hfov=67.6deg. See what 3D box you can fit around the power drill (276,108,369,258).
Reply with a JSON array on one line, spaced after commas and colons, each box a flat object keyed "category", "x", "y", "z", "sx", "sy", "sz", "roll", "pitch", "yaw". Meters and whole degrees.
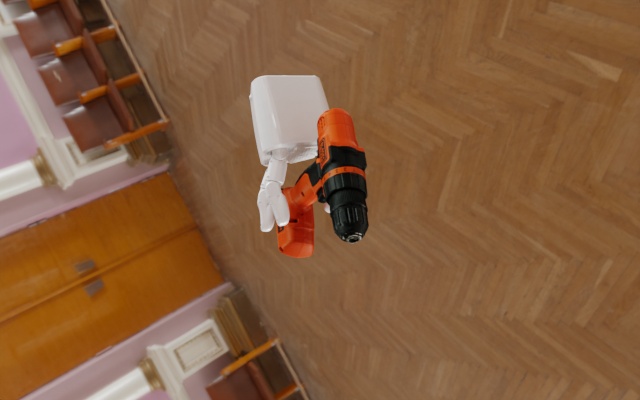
[{"category": "power drill", "x": 0.000, "y": 0.002, "z": 0.623, "sx": 0.057, "sy": 0.184, "sz": 0.188, "roll": 11, "pitch": -36, "yaw": -23}]
